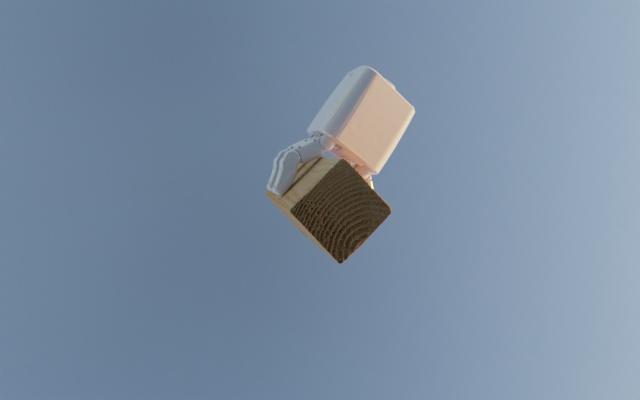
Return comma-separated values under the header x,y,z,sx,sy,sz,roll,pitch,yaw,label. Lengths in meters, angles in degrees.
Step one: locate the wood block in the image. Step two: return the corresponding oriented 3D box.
x,y,z,sx,sy,sz,roll,pitch,yaw,label
0.001,0.002,0.639,0.091,0.090,0.206,46,-6,-14,wood block
